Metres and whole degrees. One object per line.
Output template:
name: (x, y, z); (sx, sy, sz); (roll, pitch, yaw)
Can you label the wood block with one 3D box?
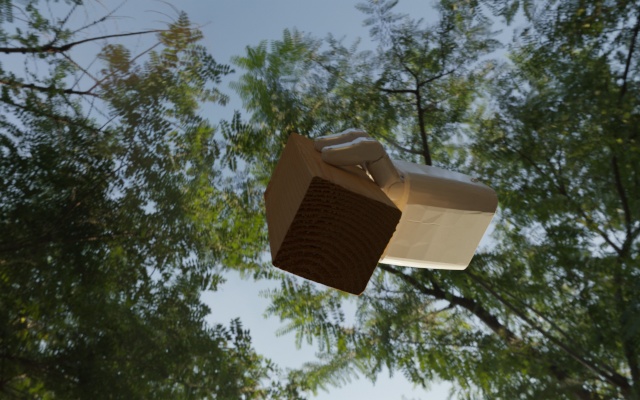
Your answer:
wood block: (0.000, 0.002, 0.506); (0.090, 0.091, 0.206); (21, 13, -15)
